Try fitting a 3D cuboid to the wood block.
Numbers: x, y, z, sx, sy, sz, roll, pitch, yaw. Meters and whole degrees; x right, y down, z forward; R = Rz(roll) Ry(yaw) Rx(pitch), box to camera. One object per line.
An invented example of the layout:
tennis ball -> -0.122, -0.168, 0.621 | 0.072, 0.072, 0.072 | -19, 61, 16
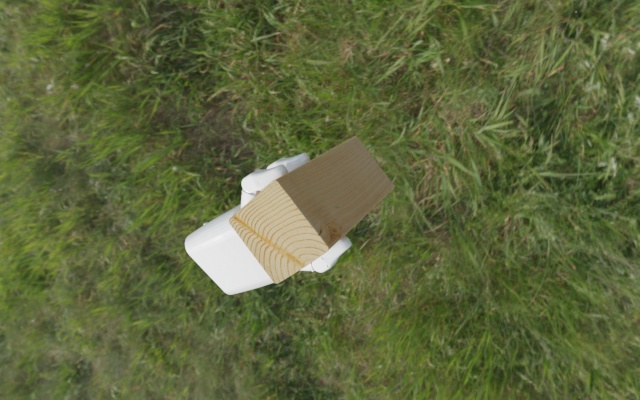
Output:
wood block -> 0.000, 0.002, 0.580 | 0.090, 0.091, 0.206 | -37, 0, 34
